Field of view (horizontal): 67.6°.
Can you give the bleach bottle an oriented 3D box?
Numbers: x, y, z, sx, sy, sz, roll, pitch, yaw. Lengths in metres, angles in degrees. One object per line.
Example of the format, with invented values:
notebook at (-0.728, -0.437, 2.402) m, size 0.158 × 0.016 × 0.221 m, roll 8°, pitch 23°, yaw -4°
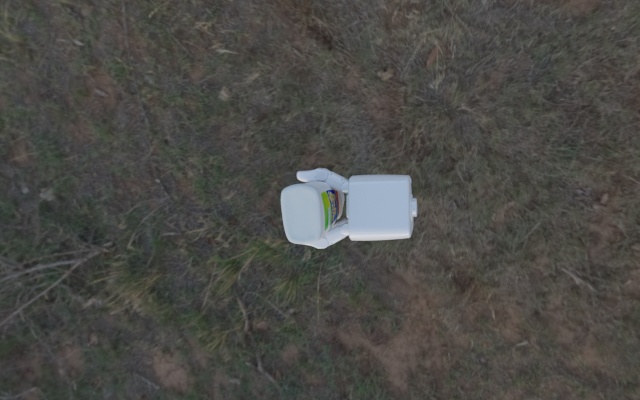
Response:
bleach bottle at (0.000, 0.003, 0.884) m, size 0.068 × 0.102 × 0.251 m, roll -2°, pitch 10°, yaw 15°
